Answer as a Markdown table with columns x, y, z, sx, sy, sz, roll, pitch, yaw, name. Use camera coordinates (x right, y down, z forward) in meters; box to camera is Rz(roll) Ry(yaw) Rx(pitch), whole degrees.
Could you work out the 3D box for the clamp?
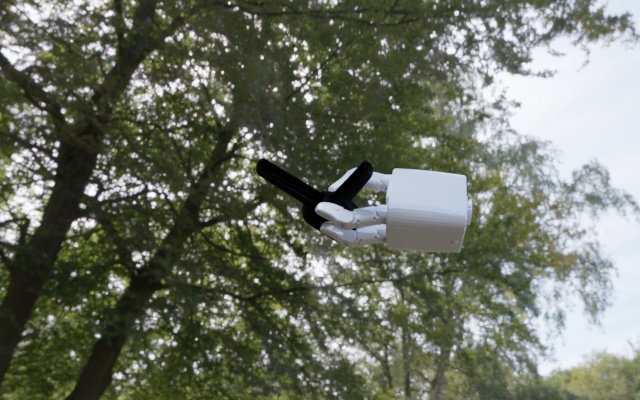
| x | y | z | sx | sy | sz | roll | pitch | yaw | name |
| --- | --- | --- | --- | --- | --- | --- | --- | --- | --- |
| 0.001 | 0.002 | 0.713 | 0.164 | 0.036 | 0.210 | 7 | -31 | 13 | clamp |
